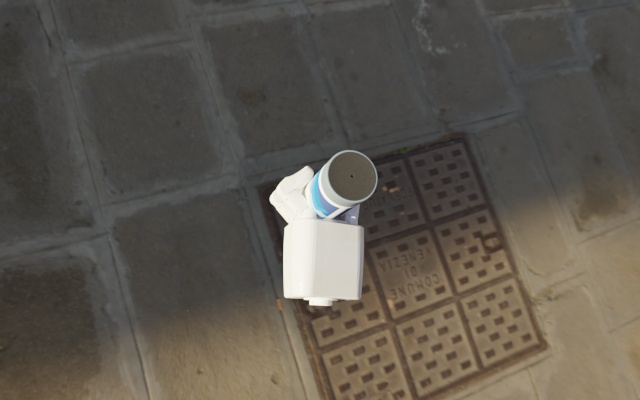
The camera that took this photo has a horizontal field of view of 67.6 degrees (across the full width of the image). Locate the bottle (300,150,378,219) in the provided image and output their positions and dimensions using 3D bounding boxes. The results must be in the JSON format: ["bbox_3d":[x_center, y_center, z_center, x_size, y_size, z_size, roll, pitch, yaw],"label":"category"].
[{"bbox_3d":[0.000,0.002,0.715,0.069,0.069,0.296,0,-13,-16],"label":"bottle"}]
